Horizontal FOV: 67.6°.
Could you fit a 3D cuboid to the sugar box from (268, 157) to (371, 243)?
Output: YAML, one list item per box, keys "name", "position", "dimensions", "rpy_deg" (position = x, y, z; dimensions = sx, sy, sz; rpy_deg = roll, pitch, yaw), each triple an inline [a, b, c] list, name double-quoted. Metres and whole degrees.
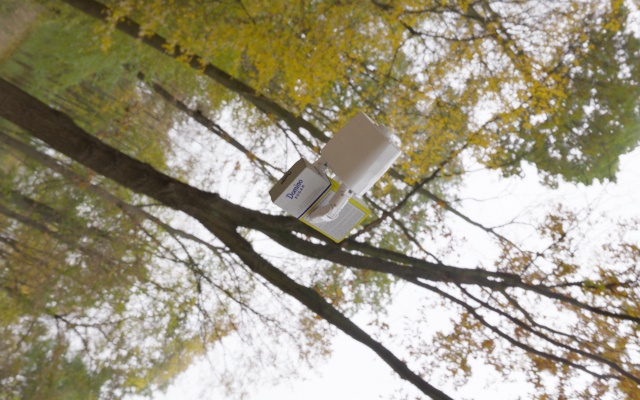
- name: "sugar box"
  position: [0.000, 0.003, 0.881]
  dimensions: [0.176, 0.093, 0.048]
  rpy_deg: [35, 17, -33]
